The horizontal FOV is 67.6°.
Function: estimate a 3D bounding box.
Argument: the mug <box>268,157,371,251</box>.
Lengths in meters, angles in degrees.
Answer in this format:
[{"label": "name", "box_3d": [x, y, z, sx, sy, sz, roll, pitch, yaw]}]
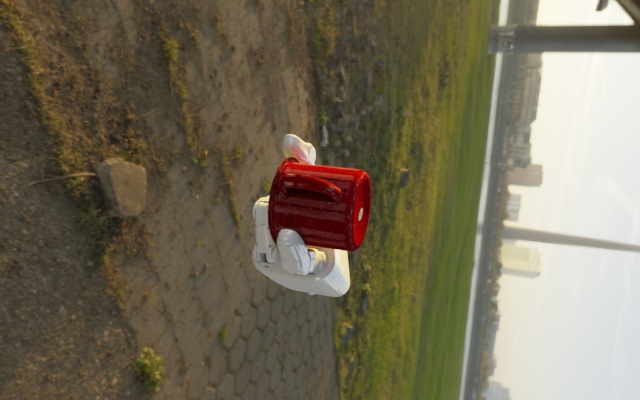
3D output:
[{"label": "mug", "box_3d": [0.000, 0.001, 0.469, 0.081, 0.093, 0.117, 7, -20, 18]}]
